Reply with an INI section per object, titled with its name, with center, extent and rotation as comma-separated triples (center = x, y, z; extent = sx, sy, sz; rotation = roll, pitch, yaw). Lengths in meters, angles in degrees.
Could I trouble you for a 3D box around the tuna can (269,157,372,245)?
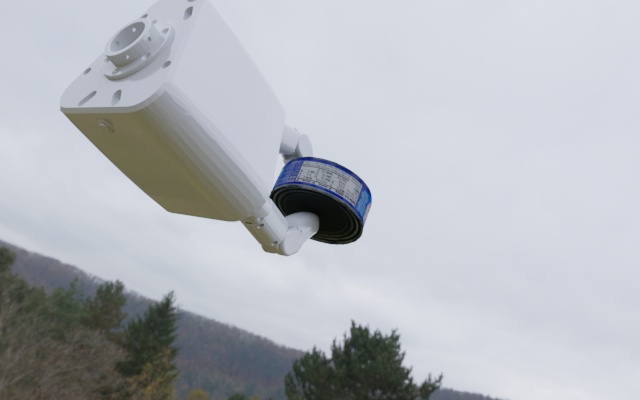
[tuna can]
center = 0.000, 0.001, 0.411
extent = 0.086, 0.033, 0.086
rotation = 17, -30, 10
